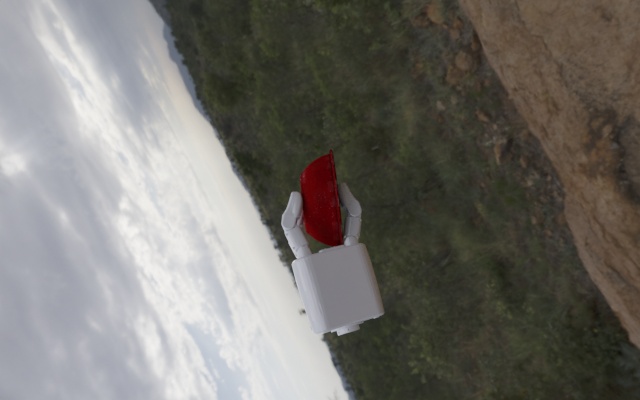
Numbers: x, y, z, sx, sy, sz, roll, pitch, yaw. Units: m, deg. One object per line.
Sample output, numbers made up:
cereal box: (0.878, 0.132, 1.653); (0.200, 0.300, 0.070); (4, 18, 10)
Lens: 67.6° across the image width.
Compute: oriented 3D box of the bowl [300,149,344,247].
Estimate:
bowl: (0.000, 0.001, 0.750); (0.055, 0.162, 0.162); (-6, 0, 0)
